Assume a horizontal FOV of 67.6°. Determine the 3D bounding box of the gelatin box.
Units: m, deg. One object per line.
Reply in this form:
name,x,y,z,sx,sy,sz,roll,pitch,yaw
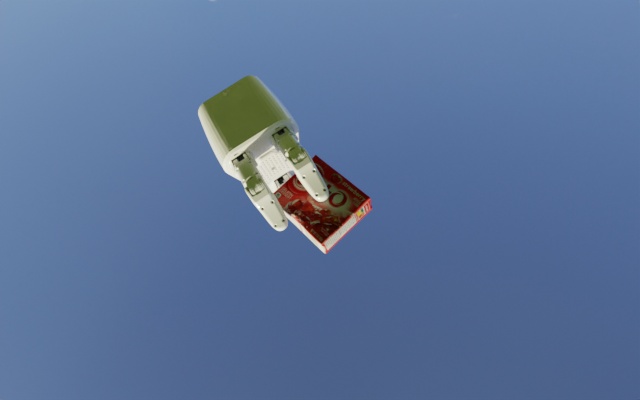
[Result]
gelatin box,0.000,0.002,0.524,0.089,0.073,0.030,41,-13,27
